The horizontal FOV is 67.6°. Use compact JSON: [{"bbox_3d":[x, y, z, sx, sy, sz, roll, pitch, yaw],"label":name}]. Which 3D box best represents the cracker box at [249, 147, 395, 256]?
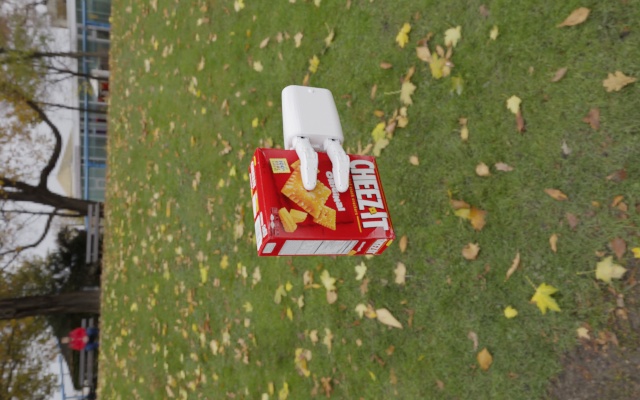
[{"bbox_3d":[0.000,0.003,0.777,0.214,0.164,0.072,2,-30,-21],"label":"cracker box"}]
